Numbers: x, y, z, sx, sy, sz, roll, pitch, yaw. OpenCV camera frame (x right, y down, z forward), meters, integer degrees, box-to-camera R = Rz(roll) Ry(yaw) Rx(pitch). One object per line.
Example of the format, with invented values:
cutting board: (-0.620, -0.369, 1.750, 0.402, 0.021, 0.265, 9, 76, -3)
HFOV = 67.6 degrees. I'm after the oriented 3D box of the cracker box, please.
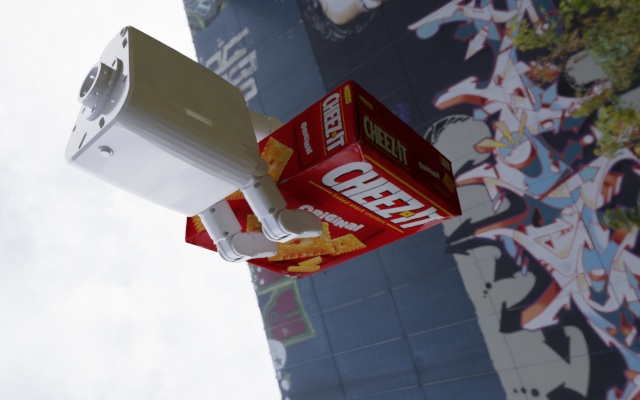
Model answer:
cracker box: (0.000, 0.001, 0.462, 0.214, 0.072, 0.164, -27, -37, 33)
